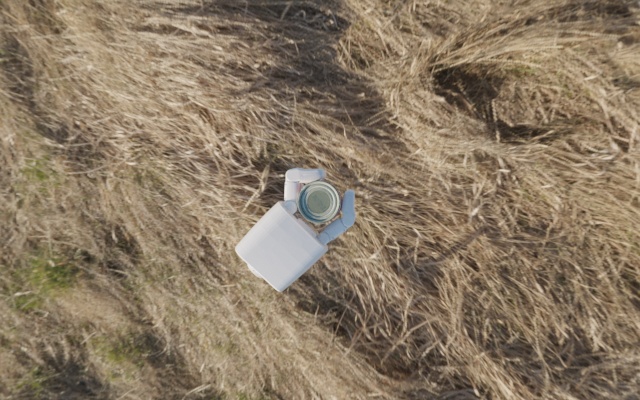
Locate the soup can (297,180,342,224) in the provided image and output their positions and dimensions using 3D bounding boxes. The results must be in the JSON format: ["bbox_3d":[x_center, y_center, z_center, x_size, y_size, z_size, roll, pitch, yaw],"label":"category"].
[{"bbox_3d":[0.001,0.002,0.768,0.068,0.068,0.102,0,0,4],"label":"soup can"}]
